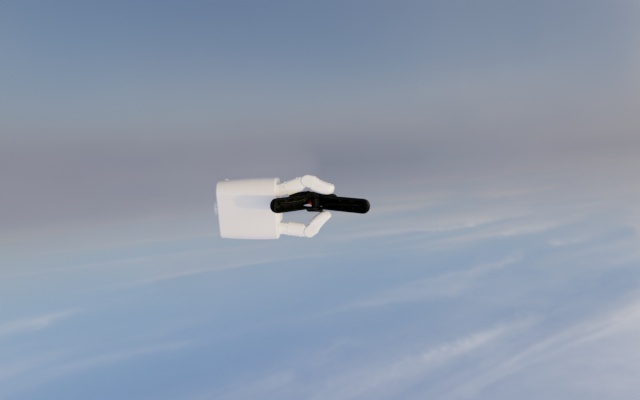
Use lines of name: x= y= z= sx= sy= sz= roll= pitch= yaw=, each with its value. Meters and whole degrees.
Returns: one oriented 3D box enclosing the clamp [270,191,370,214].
clamp: x=0.000 y=0.004 z=0.867 sx=0.164 sy=0.036 sz=0.210 roll=2 pitch=4 yaw=0
